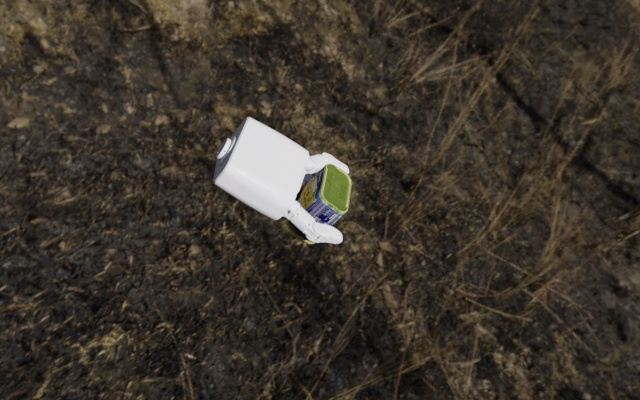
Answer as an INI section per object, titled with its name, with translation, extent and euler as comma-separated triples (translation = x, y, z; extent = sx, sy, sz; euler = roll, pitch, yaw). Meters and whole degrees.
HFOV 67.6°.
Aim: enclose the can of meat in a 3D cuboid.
[can of meat]
translation = 0.000, 0.002, 0.736
extent = 0.057, 0.102, 0.084
euler = 33, -53, -18
